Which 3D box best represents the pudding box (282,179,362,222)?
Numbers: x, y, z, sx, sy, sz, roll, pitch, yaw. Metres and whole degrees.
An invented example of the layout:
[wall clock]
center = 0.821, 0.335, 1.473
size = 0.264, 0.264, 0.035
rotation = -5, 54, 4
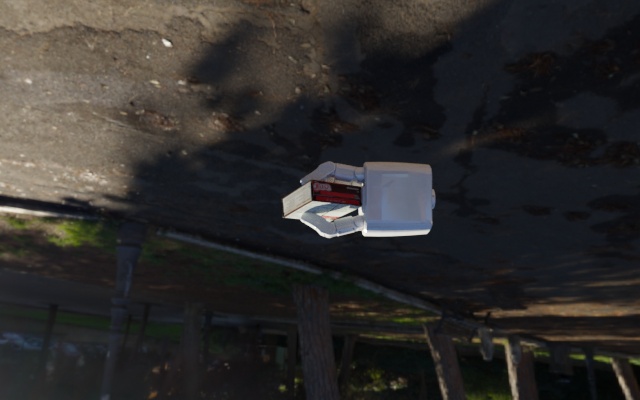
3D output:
[pudding box]
center = 0.000, 0.003, 0.769
size = 0.090, 0.039, 0.113
rotation = 8, -20, -27
